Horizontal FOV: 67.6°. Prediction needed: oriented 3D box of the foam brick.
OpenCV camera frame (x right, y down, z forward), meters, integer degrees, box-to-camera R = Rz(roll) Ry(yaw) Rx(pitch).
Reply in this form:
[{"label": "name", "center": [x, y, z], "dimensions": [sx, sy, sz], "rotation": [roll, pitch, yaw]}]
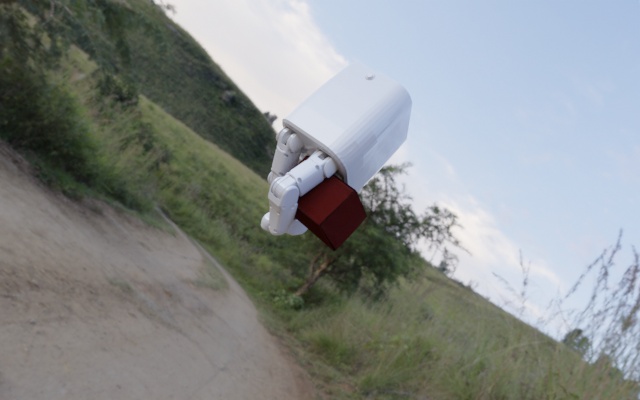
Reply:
[{"label": "foam brick", "center": [0.000, 0.002, 0.488], "dimensions": [0.078, 0.051, 0.053], "rotation": [38, -14, 35]}]
